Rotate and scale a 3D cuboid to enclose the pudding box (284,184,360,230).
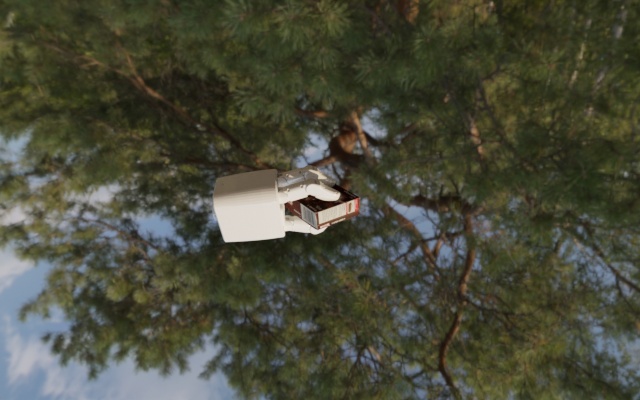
[{"bbox_3d":[0.000,0.003,0.824,0.090,0.039,0.113,-20,33,-27],"label":"pudding box"}]
